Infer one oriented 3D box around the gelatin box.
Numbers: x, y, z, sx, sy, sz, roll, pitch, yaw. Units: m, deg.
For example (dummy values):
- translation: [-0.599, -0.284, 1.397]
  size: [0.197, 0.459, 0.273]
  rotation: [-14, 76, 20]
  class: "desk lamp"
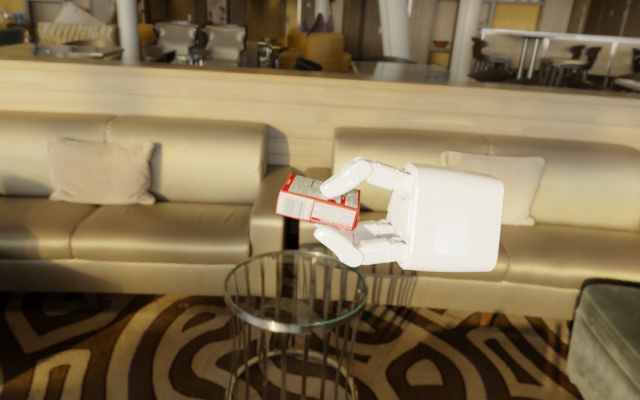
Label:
- translation: [0.000, 0.001, 0.537]
  size: [0.089, 0.030, 0.073]
  rotation: [14, 19, 1]
  class: "gelatin box"
